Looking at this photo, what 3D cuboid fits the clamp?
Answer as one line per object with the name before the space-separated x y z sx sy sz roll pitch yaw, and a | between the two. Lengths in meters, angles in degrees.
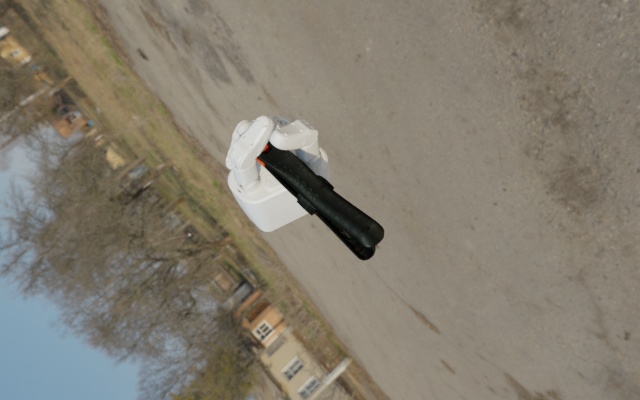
clamp | 0.000 0.002 0.505 0.171 0.039 0.120 43 -14 20
